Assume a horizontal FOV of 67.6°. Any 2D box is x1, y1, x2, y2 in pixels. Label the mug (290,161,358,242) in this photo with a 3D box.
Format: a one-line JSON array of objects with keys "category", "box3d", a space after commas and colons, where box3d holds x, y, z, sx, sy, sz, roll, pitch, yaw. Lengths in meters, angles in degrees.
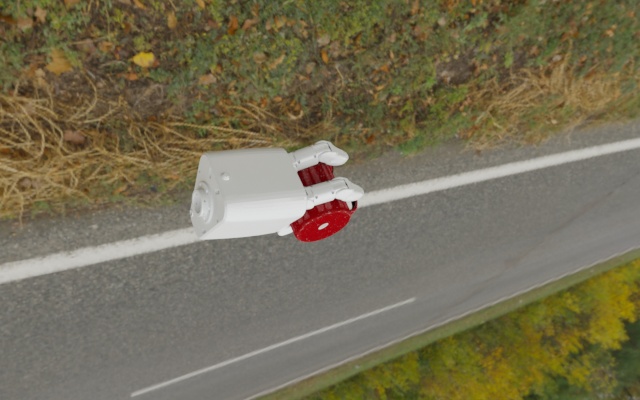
[{"category": "mug", "box3d": [0.001, 0.002, 0.656, 0.117, 0.081, 0.093, -6, -31, -34]}]
